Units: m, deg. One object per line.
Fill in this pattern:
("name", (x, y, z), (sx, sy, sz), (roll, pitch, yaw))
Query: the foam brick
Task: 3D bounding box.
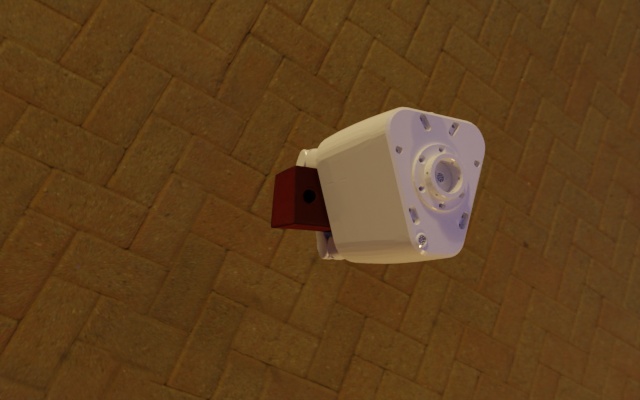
("foam brick", (0.000, 0.002, 0.444), (0.078, 0.053, 0.051), (6, -9, -25))
